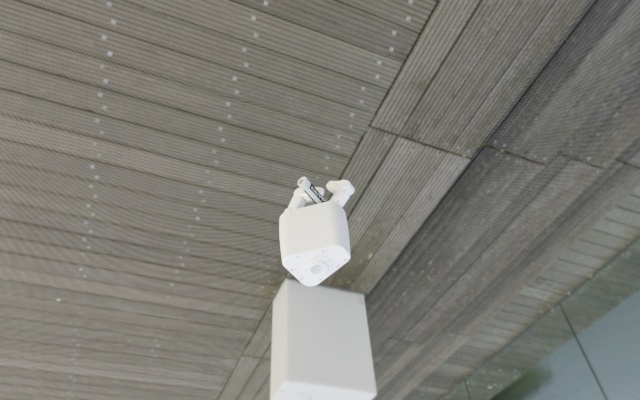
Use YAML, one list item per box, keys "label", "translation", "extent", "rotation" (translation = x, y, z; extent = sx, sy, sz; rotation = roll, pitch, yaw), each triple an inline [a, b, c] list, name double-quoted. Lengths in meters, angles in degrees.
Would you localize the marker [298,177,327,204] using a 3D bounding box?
- label: "marker"
  translation: [0.000, 0.003, 0.853]
  extent: [0.020, 0.020, 0.121]
  rotation: [0, -37, 42]
